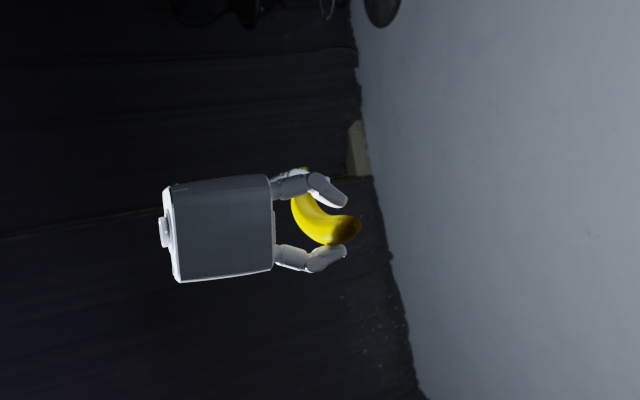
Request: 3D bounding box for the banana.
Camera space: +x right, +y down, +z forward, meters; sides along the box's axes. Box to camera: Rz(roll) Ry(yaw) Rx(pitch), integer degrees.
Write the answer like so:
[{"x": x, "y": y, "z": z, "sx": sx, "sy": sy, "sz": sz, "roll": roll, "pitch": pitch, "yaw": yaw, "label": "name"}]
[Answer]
[{"x": -0.003, "y": 0.018, "z": 0.625, "sx": 0.037, "sy": 0.070, "sz": 0.197, "roll": -4, "pitch": 24, "yaw": -22, "label": "banana"}]
